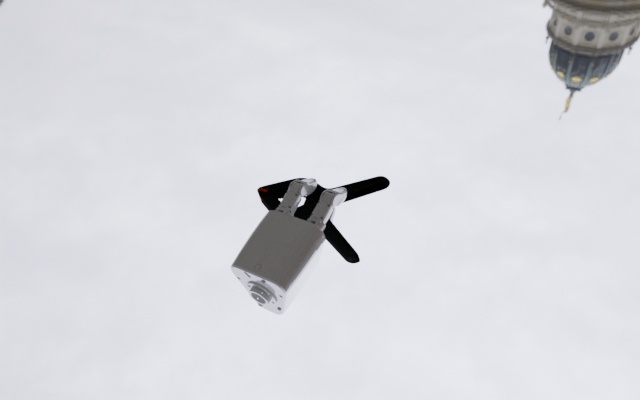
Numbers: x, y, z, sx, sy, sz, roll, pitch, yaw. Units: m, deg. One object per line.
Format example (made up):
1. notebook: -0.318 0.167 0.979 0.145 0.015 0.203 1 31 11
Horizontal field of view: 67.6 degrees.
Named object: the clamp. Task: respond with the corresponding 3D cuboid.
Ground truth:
1. clamp: 0.000 0.003 0.765 0.210 0.164 0.036 18 -35 24
